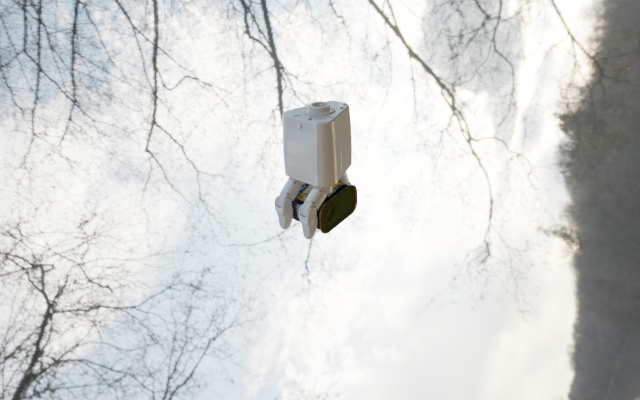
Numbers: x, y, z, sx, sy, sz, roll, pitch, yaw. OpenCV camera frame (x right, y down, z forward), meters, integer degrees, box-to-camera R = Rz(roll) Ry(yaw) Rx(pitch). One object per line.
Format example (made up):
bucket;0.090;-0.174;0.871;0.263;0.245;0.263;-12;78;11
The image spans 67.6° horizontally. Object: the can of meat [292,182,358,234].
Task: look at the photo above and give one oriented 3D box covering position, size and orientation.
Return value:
can of meat;0.000;0.003;0.814;0.084;0.057;0.102;20;40;34
